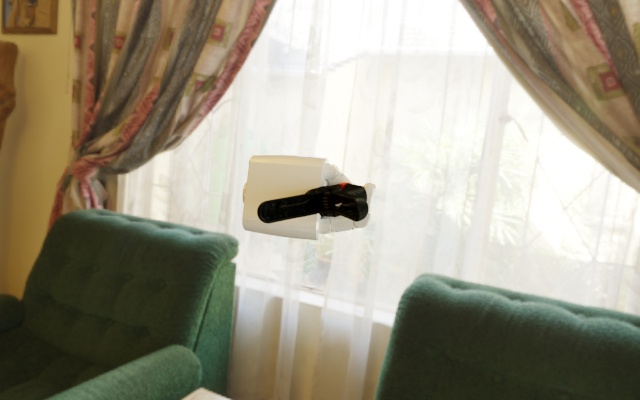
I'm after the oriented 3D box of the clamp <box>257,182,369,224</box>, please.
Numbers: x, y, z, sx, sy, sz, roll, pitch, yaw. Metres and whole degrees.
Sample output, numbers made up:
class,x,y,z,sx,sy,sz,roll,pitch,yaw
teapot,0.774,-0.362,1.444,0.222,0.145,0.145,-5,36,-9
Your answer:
class,x,y,z,sx,sy,sz,roll,pitch,yaw
clamp,0.000,0.001,0.564,0.120,0.039,0.171,3,6,8
